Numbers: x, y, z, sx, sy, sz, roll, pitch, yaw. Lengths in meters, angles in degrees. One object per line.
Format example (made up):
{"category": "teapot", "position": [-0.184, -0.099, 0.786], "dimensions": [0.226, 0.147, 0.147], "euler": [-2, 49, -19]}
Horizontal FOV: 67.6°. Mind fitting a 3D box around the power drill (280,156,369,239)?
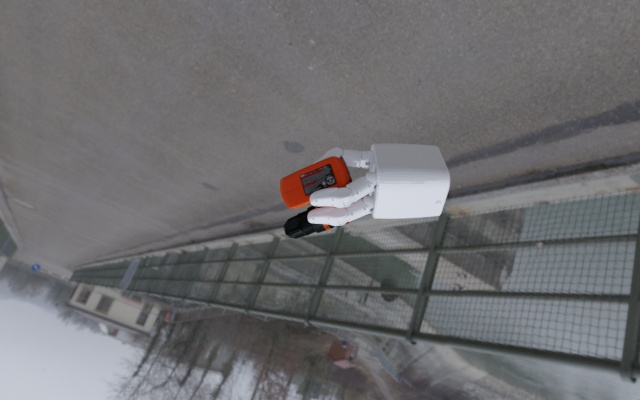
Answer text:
{"category": "power drill", "position": [0.000, 0.002, 0.786], "dimensions": [0.184, 0.057, 0.188], "euler": [-24, -20, 9]}
